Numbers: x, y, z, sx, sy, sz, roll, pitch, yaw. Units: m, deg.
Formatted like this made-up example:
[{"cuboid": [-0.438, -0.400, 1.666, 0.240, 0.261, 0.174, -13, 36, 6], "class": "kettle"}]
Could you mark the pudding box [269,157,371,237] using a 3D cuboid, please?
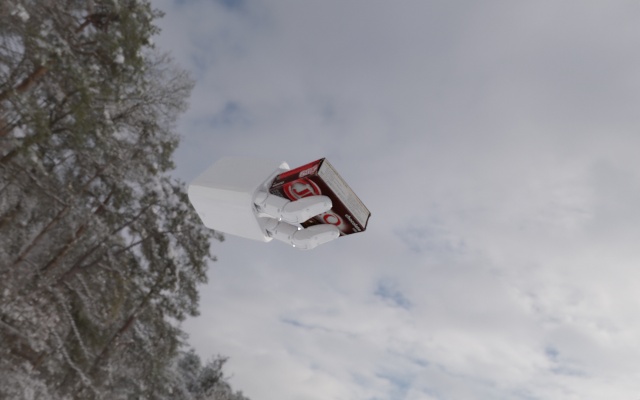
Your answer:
[{"cuboid": [0.000, 0.002, 0.644, 0.090, 0.039, 0.113, -16, -52, 41], "class": "pudding box"}]
